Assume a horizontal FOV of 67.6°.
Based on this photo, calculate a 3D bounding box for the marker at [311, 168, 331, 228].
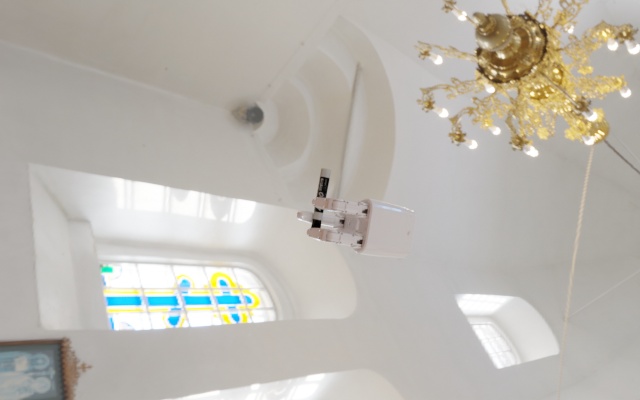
[{"bbox_3d":[0.000,0.003,0.860,0.020,0.121,0.020,10,-2,0],"label":"marker"}]
